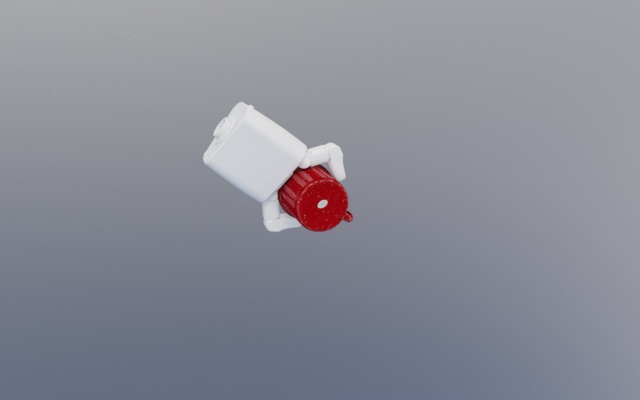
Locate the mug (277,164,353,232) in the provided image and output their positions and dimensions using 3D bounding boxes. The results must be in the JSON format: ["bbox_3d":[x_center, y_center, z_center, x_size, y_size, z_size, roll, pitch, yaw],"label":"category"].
[{"bbox_3d":[0.001,0.003,0.714,0.117,0.093,0.081,32,4,-25],"label":"mug"}]
